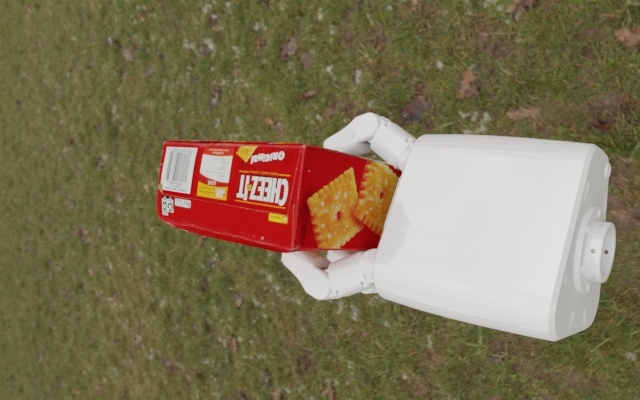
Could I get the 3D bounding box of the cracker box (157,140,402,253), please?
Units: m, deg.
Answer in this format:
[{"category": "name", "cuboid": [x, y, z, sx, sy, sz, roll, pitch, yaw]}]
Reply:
[{"category": "cracker box", "cuboid": [0.000, 0.001, 0.401, 0.164, 0.072, 0.214, 7, -1, 43]}]
